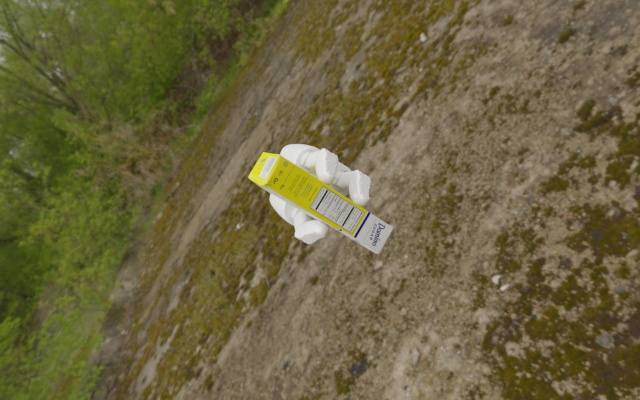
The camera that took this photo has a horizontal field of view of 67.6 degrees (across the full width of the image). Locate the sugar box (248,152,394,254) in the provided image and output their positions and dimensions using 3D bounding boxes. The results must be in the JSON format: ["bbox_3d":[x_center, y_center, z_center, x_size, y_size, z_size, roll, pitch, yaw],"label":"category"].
[{"bbox_3d":[0.000,0.001,0.610,0.176,0.048,0.093,29,-2,-21],"label":"sugar box"}]
